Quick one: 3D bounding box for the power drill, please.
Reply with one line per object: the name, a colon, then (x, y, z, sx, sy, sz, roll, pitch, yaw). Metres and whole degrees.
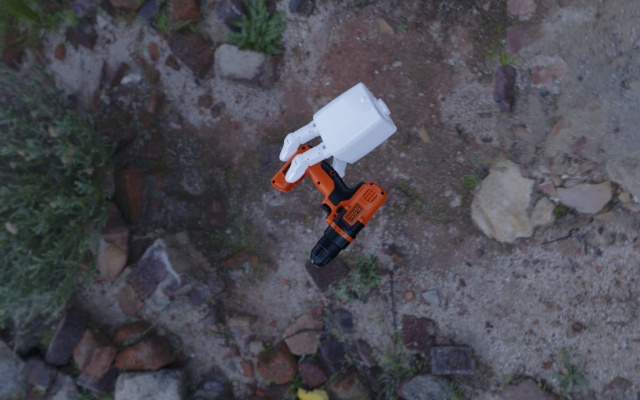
power drill: (0.000, 0.002, 0.878, 0.187, 0.184, 0.057, 42, 1, 15)
